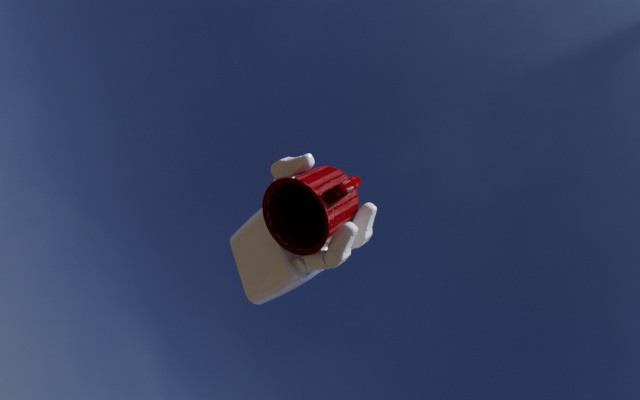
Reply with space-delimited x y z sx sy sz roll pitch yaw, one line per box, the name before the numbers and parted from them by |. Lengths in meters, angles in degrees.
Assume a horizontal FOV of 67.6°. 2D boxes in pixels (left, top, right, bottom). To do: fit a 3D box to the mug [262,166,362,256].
mug | 0.001 0.001 0.557 0.117 0.093 0.081 -35 -4 39
